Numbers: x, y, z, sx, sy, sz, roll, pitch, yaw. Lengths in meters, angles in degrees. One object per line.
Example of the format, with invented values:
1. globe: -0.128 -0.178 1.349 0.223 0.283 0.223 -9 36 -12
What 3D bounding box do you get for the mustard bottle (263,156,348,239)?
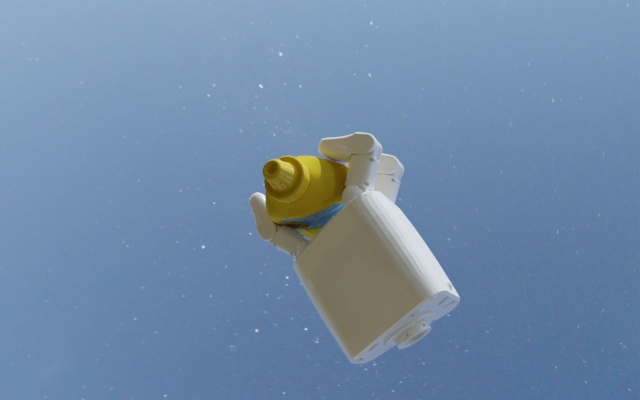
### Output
1. mustard bottle: 0.000 0.001 0.480 0.096 0.058 0.192 -16 -23 22
